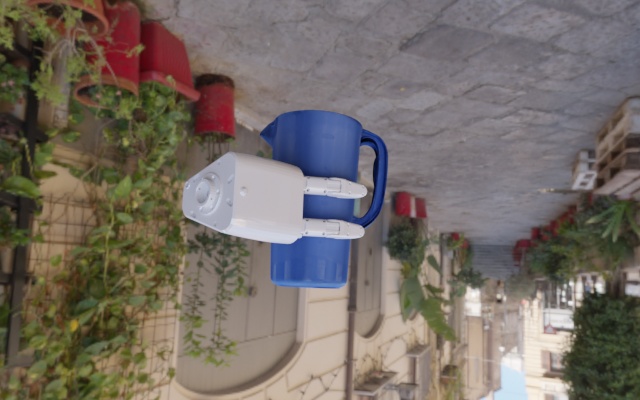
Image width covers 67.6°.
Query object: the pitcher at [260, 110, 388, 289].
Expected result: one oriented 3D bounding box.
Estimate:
[{"bbox_3d":[0.000,0.002,0.687,0.149,0.243,0.145,-5,-12,40],"label":"pitcher"}]
